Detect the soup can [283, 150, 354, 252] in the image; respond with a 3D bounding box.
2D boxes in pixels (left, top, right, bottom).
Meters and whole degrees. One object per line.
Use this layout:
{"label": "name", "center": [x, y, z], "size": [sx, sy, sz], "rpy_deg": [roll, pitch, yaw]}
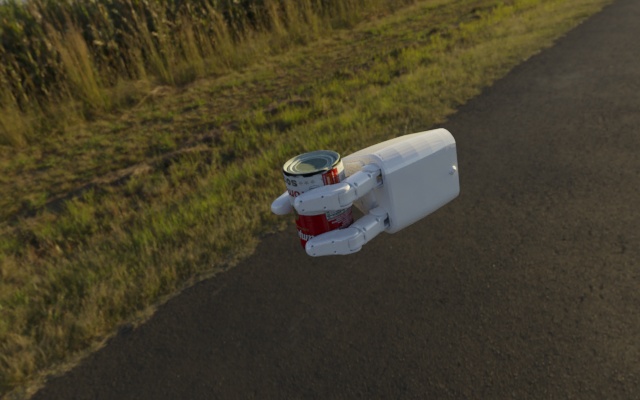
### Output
{"label": "soup can", "center": [0.000, 0.002, 0.547], "size": [0.068, 0.102, 0.068], "rpy_deg": [-10, 26, 5]}
